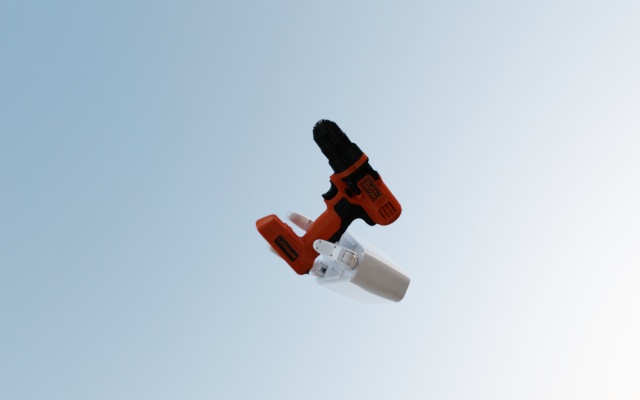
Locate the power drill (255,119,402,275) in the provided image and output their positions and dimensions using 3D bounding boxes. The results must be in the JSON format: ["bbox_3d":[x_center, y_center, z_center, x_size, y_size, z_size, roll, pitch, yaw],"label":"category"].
[{"bbox_3d":[0.000,0.003,0.689,0.187,0.184,0.057,-39,12,4],"label":"power drill"}]
